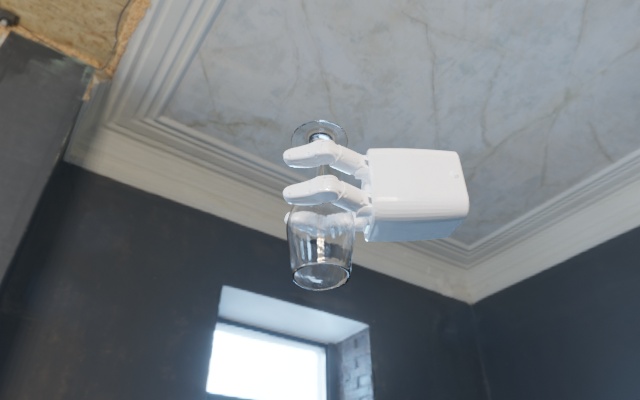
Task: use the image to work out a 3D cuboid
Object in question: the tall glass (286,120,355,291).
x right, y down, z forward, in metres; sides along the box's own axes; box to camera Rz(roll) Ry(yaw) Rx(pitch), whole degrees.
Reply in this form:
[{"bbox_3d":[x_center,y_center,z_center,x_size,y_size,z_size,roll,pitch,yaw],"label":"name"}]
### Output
[{"bbox_3d":[0.000,0.001,0.564,0.079,0.200,0.079,0,-37,0],"label":"tall glass"}]
